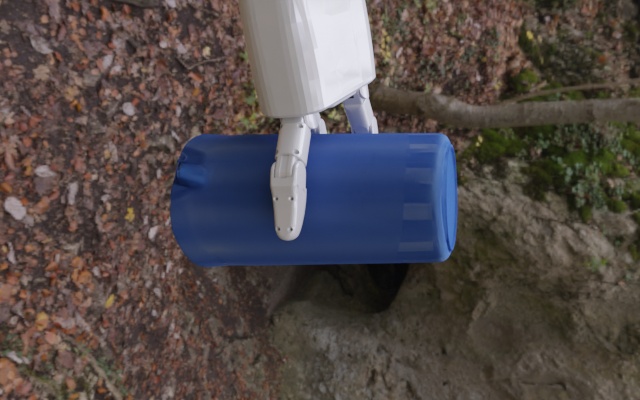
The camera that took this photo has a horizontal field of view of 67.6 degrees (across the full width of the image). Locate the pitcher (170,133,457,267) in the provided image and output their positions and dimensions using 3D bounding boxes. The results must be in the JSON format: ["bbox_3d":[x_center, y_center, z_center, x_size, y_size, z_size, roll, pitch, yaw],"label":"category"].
[{"bbox_3d":[0.000,0.001,0.448,0.243,0.145,0.149,0,26,21],"label":"pitcher"}]
